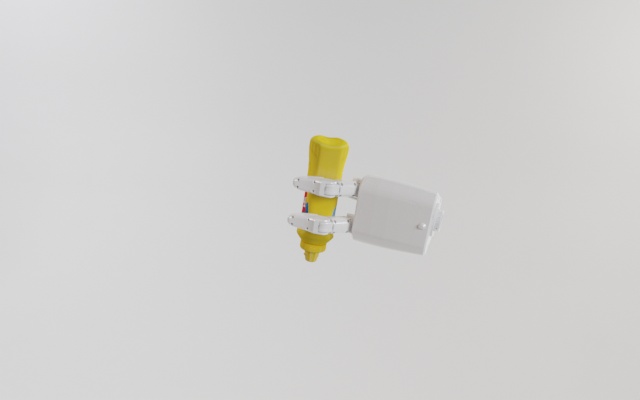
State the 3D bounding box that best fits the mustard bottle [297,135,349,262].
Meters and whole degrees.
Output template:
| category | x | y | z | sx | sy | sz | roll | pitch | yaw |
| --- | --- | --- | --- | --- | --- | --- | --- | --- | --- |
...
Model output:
| category | x | y | z | sx | sy | sz | roll | pitch | yaw |
| --- | --- | --- | --- | --- | --- | --- | --- | --- | --- |
| mustard bottle | 0.000 | 0.002 | 0.720 | 0.058 | 0.192 | 0.096 | 7 | 16 | -5 |
